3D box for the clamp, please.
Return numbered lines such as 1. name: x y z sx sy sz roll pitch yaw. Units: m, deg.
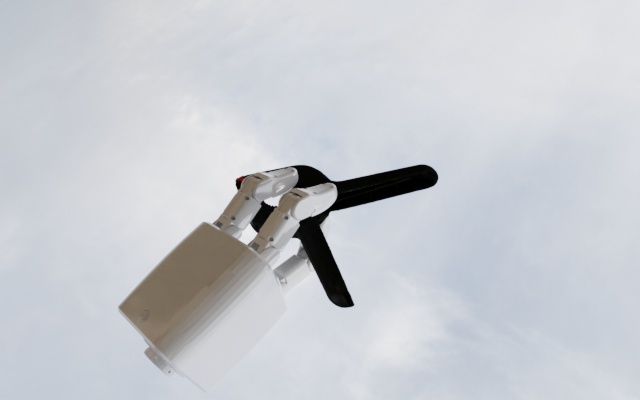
1. clamp: 0.000 0.002 0.476 0.210 0.036 0.164 23 57 41
